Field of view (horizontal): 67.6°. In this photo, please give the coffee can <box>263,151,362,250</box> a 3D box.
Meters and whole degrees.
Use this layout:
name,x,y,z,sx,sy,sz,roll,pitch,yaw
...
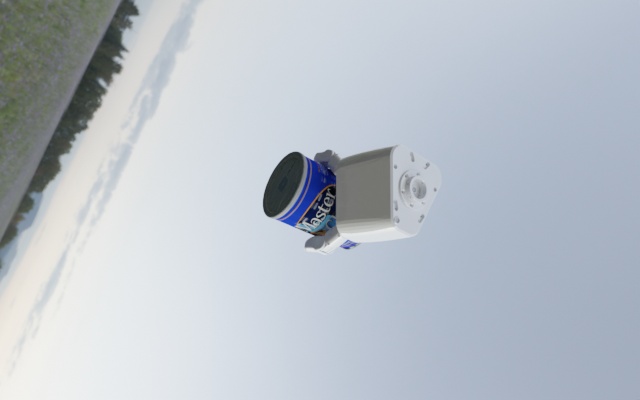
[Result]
name,x,y,z,sx,sy,sz,roll,pitch,yaw
coffee can,0.000,0.002,0.711,0.140,0.102,0.103,25,-13,-30
